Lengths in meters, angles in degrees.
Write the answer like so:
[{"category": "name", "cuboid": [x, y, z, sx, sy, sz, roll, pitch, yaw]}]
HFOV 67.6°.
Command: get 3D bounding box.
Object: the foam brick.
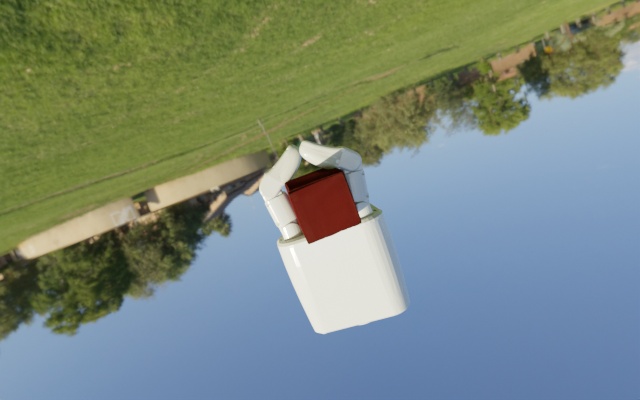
[{"category": "foam brick", "cuboid": [0.000, 0.001, 0.450, 0.053, 0.051, 0.078, -21, 10, -3]}]
